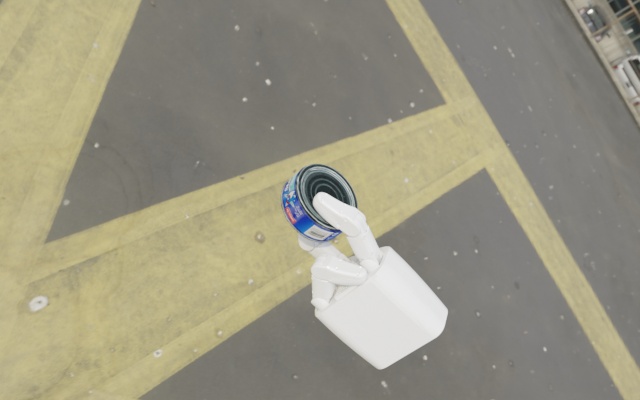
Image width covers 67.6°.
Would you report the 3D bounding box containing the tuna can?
[{"bbox_3d":[0.000,0.001,0.538,0.086,0.086,0.034,0,-27,-39],"label":"tuna can"}]
